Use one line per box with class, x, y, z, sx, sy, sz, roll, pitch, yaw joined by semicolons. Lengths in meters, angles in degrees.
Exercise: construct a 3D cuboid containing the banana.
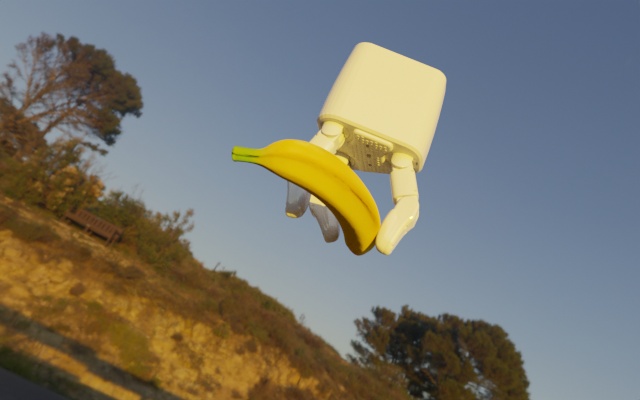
banana;0.013;0.000;0.421;0.069;0.037;0.198;1;-29;39
